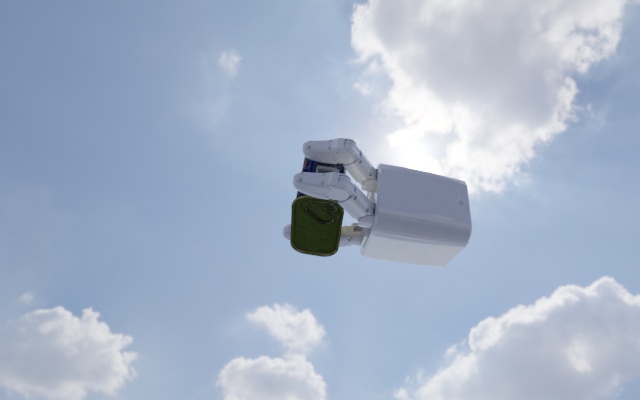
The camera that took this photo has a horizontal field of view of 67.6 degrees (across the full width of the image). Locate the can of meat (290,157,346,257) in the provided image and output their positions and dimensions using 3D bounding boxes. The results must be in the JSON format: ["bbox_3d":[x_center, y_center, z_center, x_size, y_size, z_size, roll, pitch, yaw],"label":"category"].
[{"bbox_3d":[0.000,0.002,0.563,0.057,0.084,0.102,8,-42,2],"label":"can of meat"}]
